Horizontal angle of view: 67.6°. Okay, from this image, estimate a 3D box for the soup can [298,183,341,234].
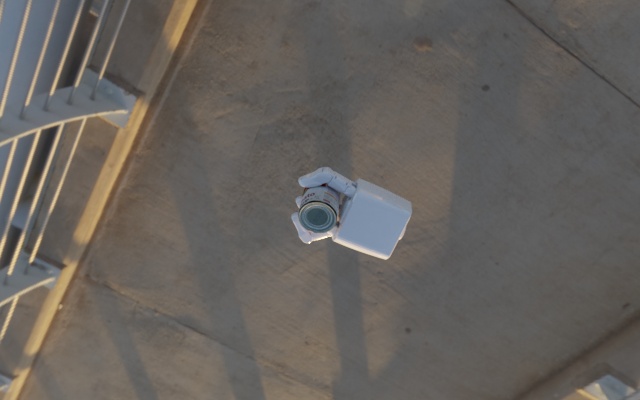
[{"bbox_3d":[0.000,0.003,0.836,0.068,0.068,0.102,0,33,7],"label":"soup can"}]
